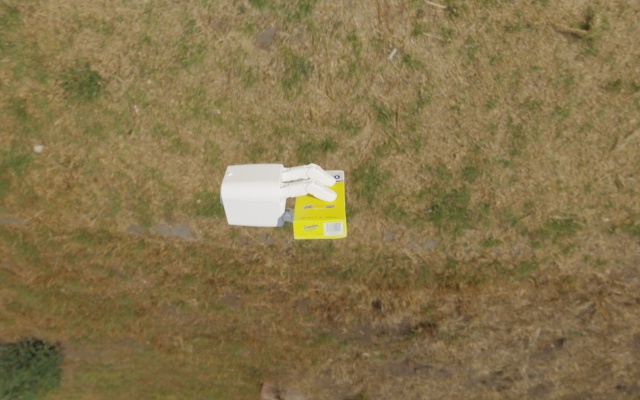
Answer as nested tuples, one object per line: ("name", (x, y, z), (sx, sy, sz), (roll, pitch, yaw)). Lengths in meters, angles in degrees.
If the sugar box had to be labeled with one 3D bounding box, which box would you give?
("sugar box", (0.000, 0.003, 0.895), (0.093, 0.048, 0.176), (-1, 35, 1))
